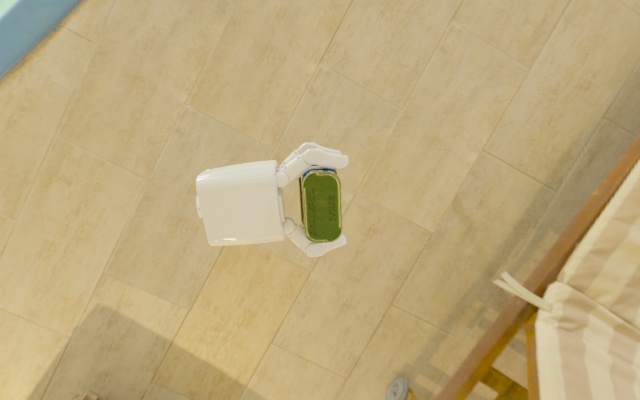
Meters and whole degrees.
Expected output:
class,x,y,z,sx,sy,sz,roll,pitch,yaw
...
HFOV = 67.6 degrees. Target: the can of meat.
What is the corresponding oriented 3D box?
class,x,y,z,sx,sy,sz,roll,pitch,yaw
can of meat,0.000,0.002,0.665,0.057,0.102,0.084,-3,11,-2
